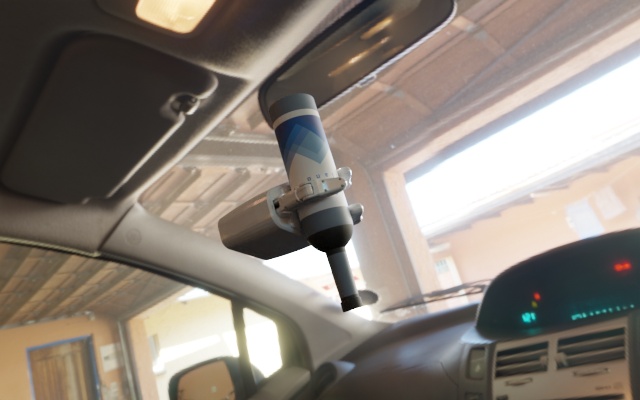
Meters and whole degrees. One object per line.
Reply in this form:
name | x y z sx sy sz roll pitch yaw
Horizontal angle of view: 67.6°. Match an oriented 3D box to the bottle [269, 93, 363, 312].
bottle | 0.000 0.002 0.642 0.069 0.295 0.069 -16 -14 -4
